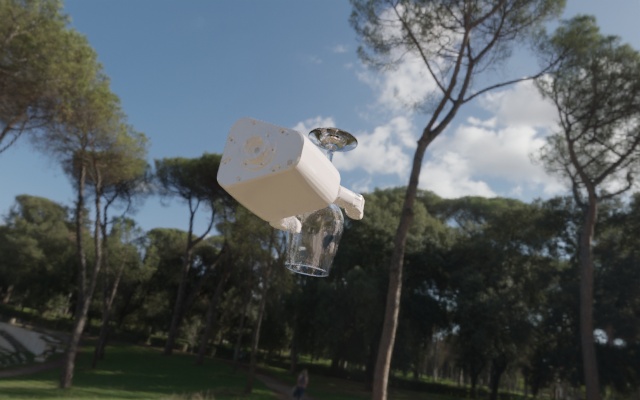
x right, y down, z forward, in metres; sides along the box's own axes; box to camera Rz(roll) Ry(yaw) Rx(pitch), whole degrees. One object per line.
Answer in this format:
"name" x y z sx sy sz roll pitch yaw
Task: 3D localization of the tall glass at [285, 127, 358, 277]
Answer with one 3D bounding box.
"tall glass" 0.000 0.002 0.671 0.079 0.201 0.079 10 -19 3
